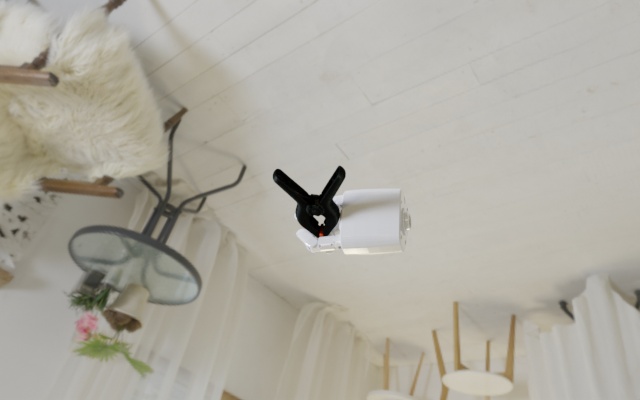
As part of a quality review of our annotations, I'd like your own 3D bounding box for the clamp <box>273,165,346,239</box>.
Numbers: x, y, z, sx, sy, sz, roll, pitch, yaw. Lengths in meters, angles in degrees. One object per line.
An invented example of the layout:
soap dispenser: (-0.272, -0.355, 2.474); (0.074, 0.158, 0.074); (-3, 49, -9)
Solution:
clamp: (0.000, 0.003, 0.823); (0.120, 0.039, 0.172); (-4, -42, 20)
